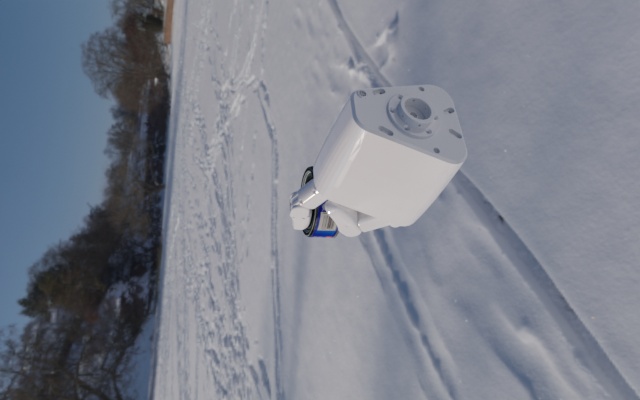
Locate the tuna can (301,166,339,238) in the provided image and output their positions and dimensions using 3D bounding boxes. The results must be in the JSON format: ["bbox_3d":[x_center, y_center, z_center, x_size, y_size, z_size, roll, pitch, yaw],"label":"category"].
[{"bbox_3d":[0.000,0.002,0.567,0.034,0.086,0.086,2,-1,-15],"label":"tuna can"}]
